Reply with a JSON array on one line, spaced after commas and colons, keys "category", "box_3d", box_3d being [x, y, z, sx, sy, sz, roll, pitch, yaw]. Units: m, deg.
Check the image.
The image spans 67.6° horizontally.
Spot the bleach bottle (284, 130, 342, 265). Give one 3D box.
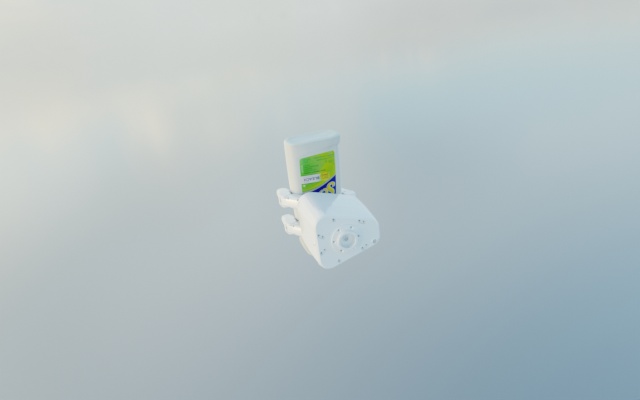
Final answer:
[{"category": "bleach bottle", "box_3d": [0.000, 0.003, 0.884, 0.102, 0.251, 0.068, -13, 22, -11]}]
